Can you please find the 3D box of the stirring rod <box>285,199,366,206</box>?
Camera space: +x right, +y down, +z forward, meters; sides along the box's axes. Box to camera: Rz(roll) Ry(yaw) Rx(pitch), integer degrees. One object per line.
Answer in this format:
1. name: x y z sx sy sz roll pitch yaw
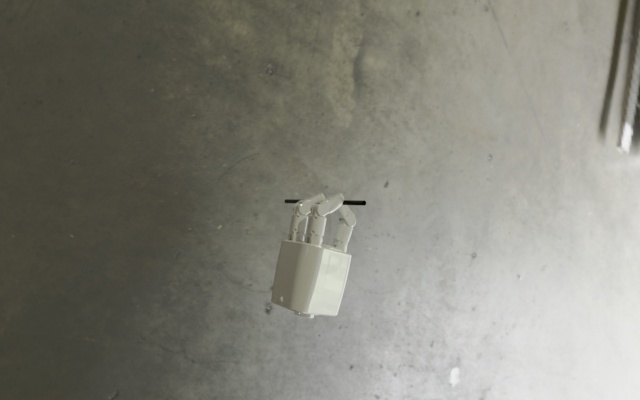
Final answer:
1. stirring rod: 0.000 0.003 0.831 0.011 0.011 0.239 0 1 -34
